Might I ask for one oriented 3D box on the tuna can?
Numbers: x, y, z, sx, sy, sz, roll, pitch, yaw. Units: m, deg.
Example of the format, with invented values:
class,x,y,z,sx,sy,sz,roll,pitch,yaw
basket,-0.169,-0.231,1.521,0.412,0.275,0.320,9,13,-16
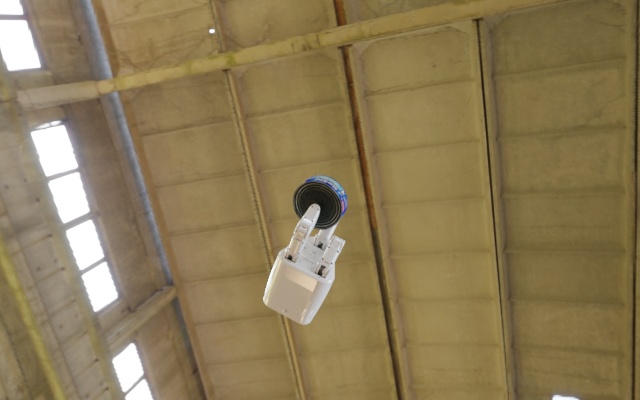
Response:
class,x,y,z,sx,sy,sz,roll,pitch,yaw
tuna can,0.000,0.002,0.781,0.086,0.086,0.033,0,23,23
